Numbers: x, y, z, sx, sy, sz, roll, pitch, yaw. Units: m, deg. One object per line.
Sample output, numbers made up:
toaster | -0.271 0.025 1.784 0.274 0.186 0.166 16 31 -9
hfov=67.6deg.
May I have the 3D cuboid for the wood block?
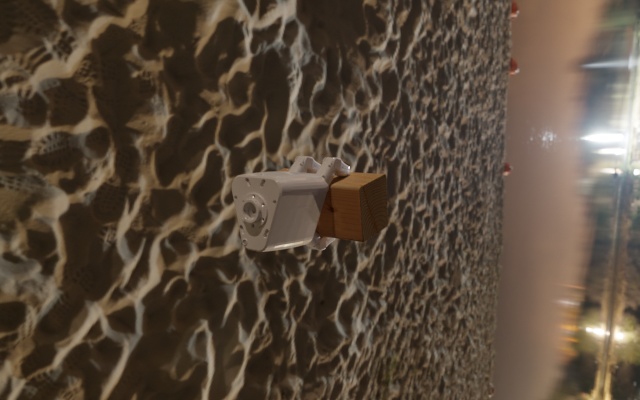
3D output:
wood block | 0.000 0.003 0.803 0.206 0.091 0.090 6 20 34
